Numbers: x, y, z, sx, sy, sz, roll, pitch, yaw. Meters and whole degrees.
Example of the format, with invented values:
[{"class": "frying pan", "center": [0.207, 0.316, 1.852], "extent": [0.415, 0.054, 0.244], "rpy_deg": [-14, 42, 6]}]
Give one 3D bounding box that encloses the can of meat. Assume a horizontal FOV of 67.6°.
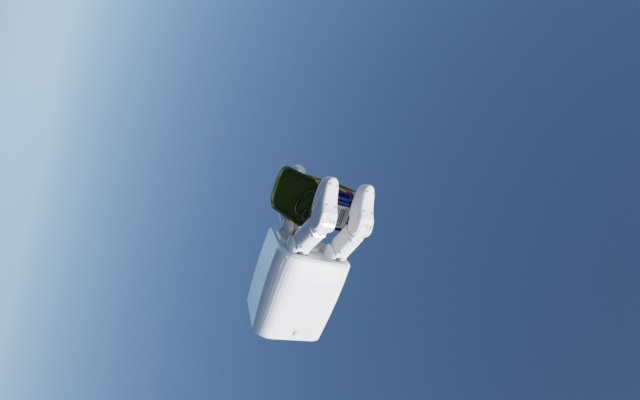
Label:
[{"class": "can of meat", "center": [0.000, 0.002, 0.590], "extent": [0.084, 0.057, 0.102], "rpy_deg": [15, 8, -34]}]
